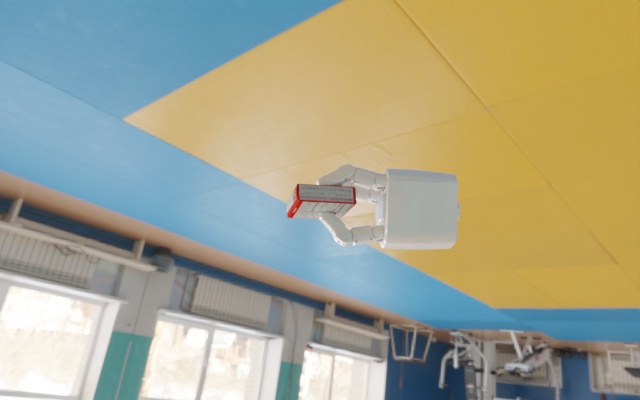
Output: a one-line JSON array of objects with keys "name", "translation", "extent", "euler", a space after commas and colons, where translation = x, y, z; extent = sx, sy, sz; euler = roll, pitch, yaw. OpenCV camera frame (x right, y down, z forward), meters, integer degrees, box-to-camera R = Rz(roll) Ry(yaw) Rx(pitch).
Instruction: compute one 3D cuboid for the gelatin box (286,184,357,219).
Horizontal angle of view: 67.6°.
[{"name": "gelatin box", "translation": [0.000, 0.003, 0.706], "extent": [0.089, 0.030, 0.073], "euler": [2, -21, -16]}]
